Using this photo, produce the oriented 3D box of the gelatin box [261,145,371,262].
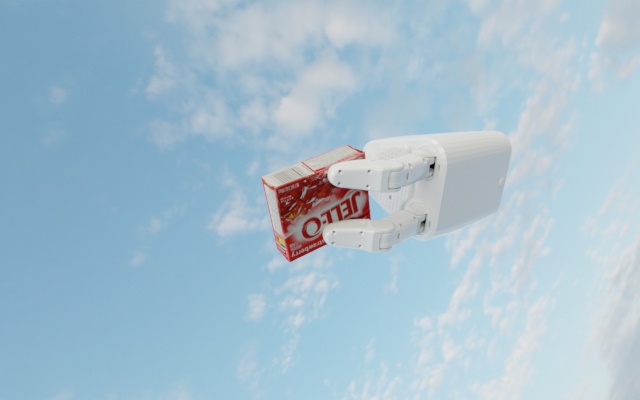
[{"bbox_3d":[0.000,0.001,0.410,0.089,0.073,0.030,-23,33,-23],"label":"gelatin box"}]
